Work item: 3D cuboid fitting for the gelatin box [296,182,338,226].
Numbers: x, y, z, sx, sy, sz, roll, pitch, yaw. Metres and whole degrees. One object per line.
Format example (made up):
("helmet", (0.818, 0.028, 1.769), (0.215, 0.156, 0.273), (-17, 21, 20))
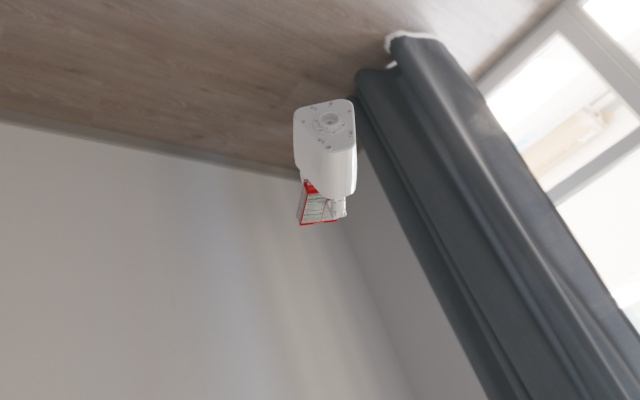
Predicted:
("gelatin box", (0.000, 0.003, 0.845), (0.073, 0.030, 0.089), (-7, -42, -20))
